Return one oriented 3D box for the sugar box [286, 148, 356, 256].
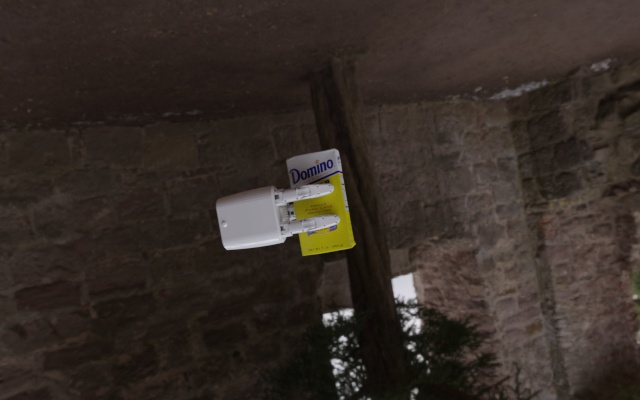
[{"bbox_3d":[0.000,0.003,0.846,0.093,0.176,0.048,-11,0,12],"label":"sugar box"}]
